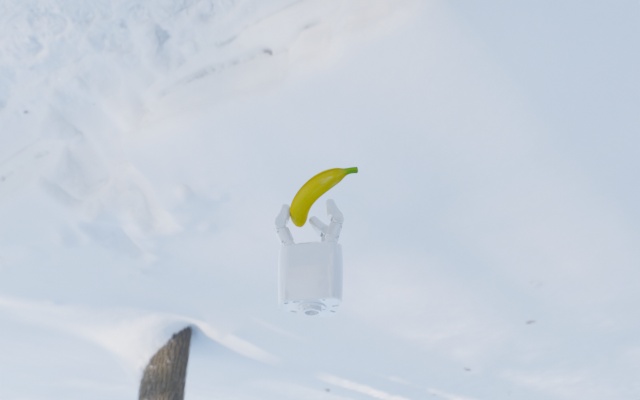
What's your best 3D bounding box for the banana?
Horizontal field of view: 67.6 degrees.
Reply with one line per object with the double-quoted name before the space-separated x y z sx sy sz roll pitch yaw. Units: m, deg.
"banana" -0.014 -0.004 0.870 0.069 0.037 0.198 18 -40 -29
